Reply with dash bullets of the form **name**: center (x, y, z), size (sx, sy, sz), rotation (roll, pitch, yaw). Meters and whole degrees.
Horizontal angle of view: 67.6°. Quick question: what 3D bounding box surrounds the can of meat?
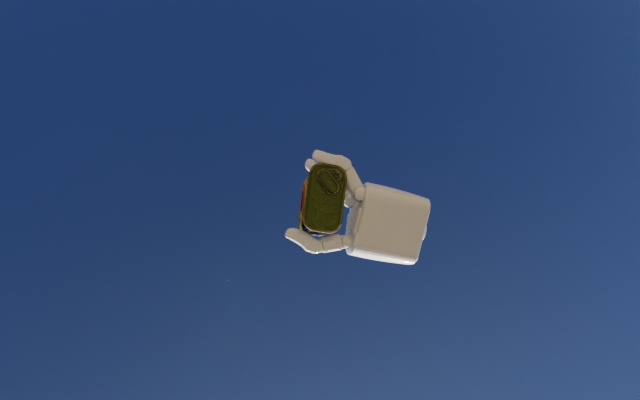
- **can of meat**: center (0.000, 0.003, 0.728), size (0.057, 0.102, 0.084), rotation (9, -11, -9)
